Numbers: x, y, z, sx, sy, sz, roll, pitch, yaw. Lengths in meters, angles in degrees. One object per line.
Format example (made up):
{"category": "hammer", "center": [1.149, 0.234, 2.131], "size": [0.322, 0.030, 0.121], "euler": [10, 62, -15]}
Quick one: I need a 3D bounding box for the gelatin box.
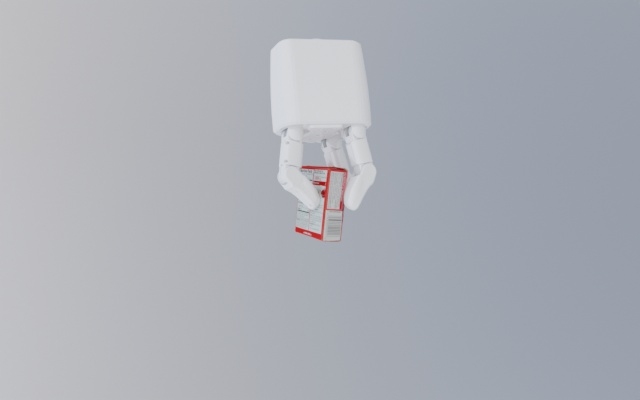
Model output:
{"category": "gelatin box", "center": [0.000, 0.002, 0.593], "size": [0.030, 0.089, 0.073], "euler": [4, 3, -30]}
